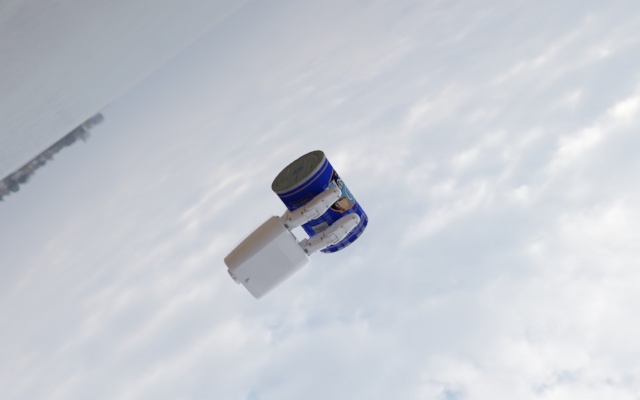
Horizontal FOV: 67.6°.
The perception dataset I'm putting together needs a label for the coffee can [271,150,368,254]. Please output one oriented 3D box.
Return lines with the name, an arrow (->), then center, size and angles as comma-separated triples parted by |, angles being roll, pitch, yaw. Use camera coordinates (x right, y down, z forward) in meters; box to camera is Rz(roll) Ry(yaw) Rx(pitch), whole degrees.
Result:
coffee can -> 0.000, 0.002, 0.790 | 0.103, 0.140, 0.102 | -30, 24, 15
